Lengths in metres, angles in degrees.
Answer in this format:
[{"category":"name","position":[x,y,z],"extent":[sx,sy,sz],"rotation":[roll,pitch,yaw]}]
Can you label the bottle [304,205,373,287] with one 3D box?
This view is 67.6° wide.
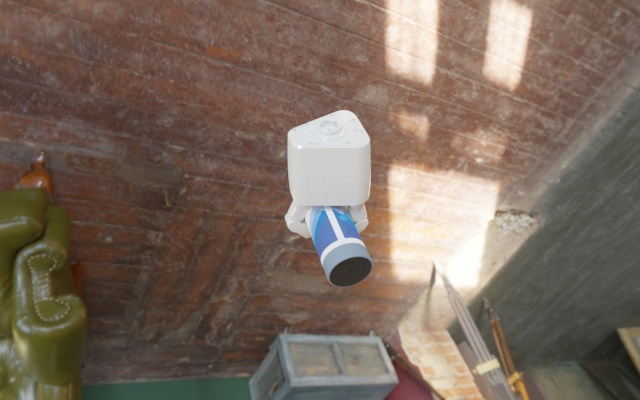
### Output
[{"category":"bottle","position":[0.000,0.003,0.760],"extent":[0.069,0.069,0.295],"rotation":[0,41,-22]}]
